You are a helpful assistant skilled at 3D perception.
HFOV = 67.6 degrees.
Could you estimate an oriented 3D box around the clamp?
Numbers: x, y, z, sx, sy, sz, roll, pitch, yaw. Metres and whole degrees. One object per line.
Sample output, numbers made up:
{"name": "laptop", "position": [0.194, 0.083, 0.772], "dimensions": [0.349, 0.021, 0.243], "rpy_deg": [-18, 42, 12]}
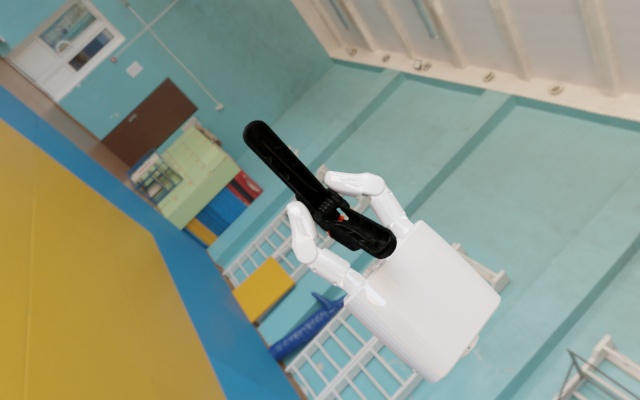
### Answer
{"name": "clamp", "position": [0.001, 0.001, 0.479], "dimensions": [0.164, 0.036, 0.210], "rpy_deg": [43, -5, 8]}
